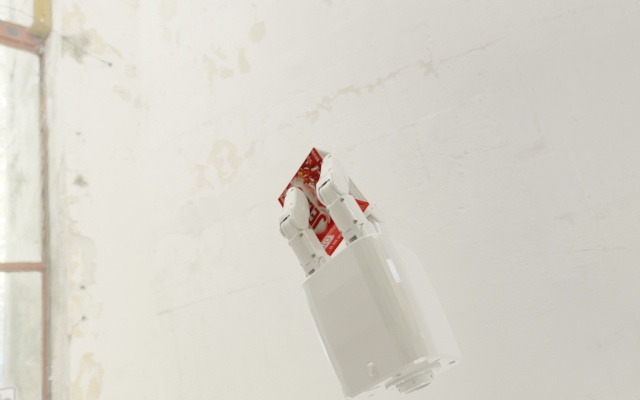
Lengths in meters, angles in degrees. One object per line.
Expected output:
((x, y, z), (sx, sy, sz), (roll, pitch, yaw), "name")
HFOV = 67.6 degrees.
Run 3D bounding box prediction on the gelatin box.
((0.000, 0.001, 0.481), (0.030, 0.073, 0.089), (15, 31, -41), "gelatin box")
